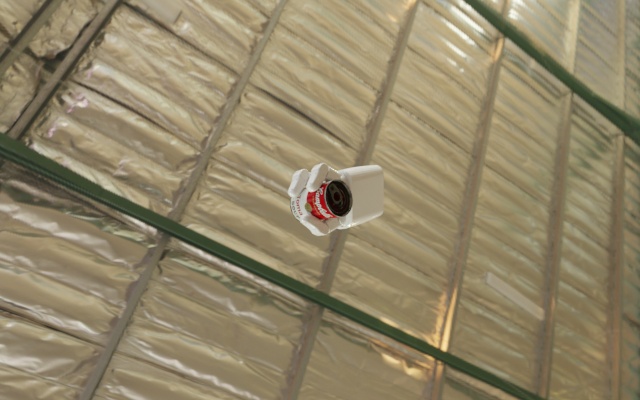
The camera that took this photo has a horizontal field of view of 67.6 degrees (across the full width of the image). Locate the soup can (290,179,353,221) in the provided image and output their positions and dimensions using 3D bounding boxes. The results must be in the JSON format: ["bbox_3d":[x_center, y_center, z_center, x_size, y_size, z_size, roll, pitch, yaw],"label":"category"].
[{"bbox_3d":[0.000,0.003,0.883,0.068,0.068,0.102,0,-8,-42],"label":"soup can"}]
